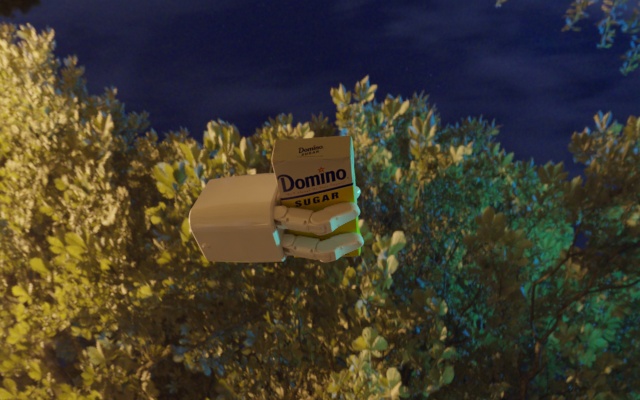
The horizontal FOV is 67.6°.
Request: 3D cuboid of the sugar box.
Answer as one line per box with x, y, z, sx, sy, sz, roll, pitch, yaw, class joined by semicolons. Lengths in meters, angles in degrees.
0.000;0.002;0.601;0.093;0.048;0.176;-3;-43;7;sugar box
